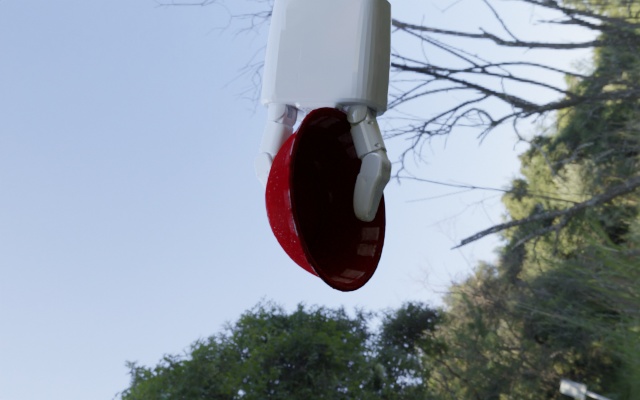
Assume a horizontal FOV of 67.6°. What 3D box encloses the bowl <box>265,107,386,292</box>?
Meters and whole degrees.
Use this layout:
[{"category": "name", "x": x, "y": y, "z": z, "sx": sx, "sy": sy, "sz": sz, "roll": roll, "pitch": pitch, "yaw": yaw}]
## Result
[{"category": "bowl", "x": 0.000, "y": 0.003, "z": 0.429, "sx": 0.055, "sy": 0.162, "sz": 0.162, "roll": -9, "pitch": -5, "yaw": 32}]
